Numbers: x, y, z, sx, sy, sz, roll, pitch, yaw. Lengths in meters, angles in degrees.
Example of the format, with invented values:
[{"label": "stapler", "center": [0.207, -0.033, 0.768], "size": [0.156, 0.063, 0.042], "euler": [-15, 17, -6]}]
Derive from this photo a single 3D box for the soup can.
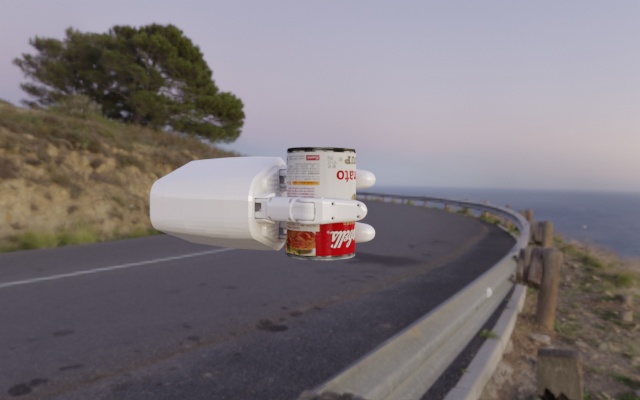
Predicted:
[{"label": "soup can", "center": [0.001, 0.001, 0.458], "size": [0.068, 0.102, 0.068], "euler": [1, 3, 0]}]
